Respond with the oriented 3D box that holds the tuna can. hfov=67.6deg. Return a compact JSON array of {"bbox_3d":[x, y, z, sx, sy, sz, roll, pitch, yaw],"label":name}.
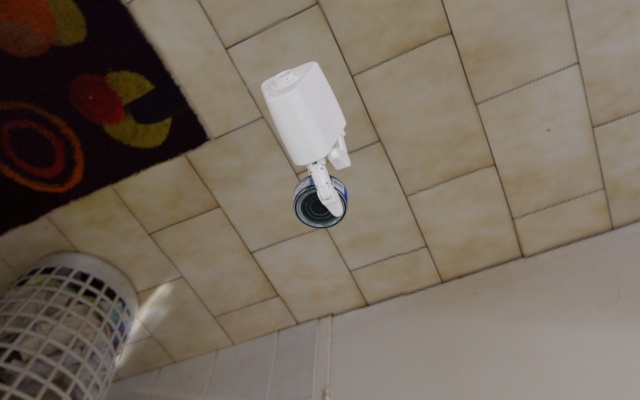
[{"bbox_3d":[0.000,0.003,0.743,0.086,0.086,0.033,0,36,1],"label":"tuna can"}]
